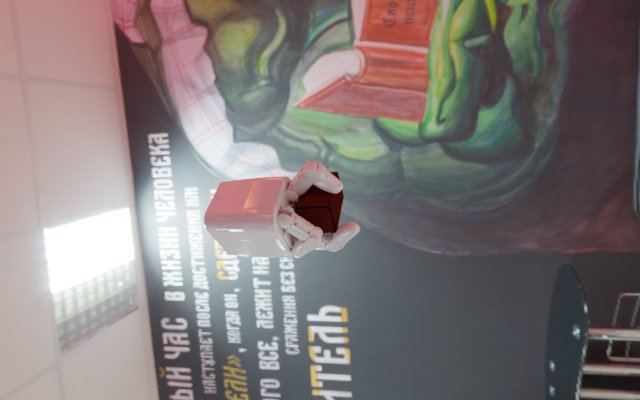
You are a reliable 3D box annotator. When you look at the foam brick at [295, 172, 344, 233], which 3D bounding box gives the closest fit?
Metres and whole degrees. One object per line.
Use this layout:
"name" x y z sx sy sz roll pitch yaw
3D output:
"foam brick" 0.000 0.002 0.687 0.051 0.053 0.078 -2 41 15
